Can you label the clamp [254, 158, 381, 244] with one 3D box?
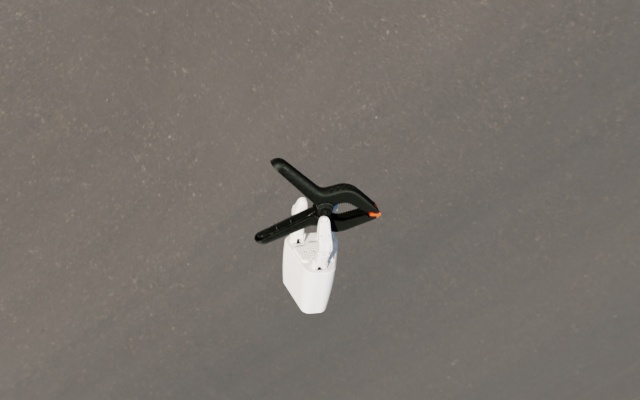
[{"bbox_3d":[0.001,0.003,0.782,0.210,0.165,0.036,-1,38,-14],"label":"clamp"}]
